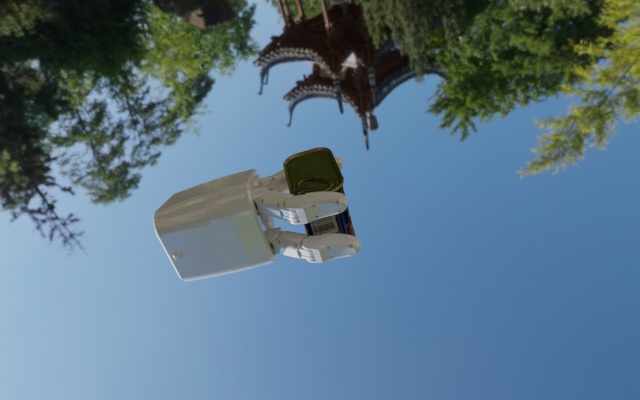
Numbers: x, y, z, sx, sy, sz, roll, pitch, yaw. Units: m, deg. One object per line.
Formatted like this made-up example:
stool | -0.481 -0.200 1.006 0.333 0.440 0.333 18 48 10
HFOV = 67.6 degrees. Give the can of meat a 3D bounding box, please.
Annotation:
can of meat | 0.000 0.002 0.533 0.057 0.084 0.102 -17 32 -1
